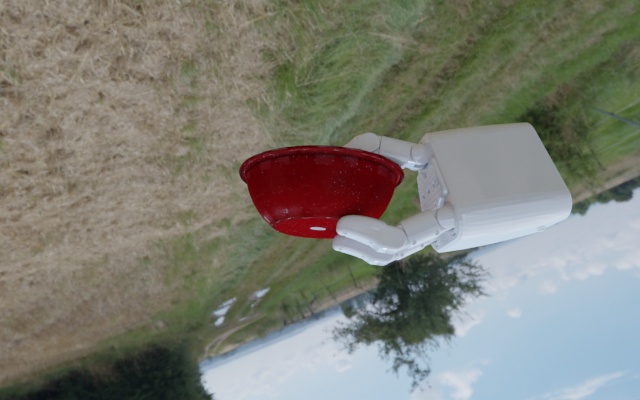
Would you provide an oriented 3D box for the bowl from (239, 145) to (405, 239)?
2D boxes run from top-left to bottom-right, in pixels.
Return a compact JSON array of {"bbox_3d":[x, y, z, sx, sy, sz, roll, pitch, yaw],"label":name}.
[{"bbox_3d":[-0.001,0.002,0.464,0.162,0.055,0.162,2,-16,1],"label":"bowl"}]
